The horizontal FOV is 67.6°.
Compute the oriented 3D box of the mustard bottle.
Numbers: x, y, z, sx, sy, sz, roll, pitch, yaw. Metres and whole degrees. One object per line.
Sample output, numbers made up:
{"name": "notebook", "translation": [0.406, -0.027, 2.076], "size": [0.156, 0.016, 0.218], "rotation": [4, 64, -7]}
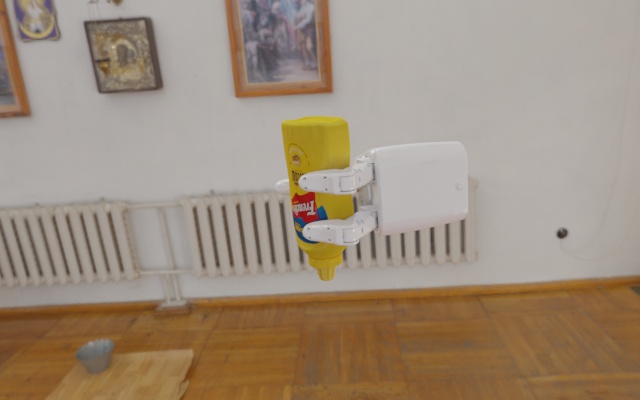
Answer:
{"name": "mustard bottle", "translation": [0.000, 0.002, 0.551], "size": [0.058, 0.192, 0.096], "rotation": [-16, 19, -32]}
